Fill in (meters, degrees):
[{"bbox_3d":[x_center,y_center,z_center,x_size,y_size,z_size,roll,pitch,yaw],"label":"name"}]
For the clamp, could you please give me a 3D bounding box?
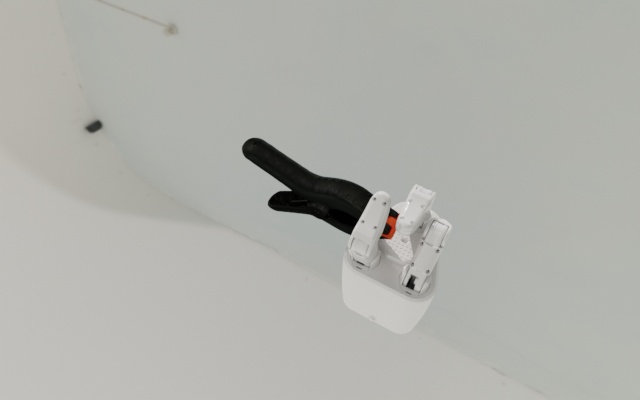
[{"bbox_3d":[0.001,0.001,0.501,0.171,0.039,0.120,27,-17,14],"label":"clamp"}]
